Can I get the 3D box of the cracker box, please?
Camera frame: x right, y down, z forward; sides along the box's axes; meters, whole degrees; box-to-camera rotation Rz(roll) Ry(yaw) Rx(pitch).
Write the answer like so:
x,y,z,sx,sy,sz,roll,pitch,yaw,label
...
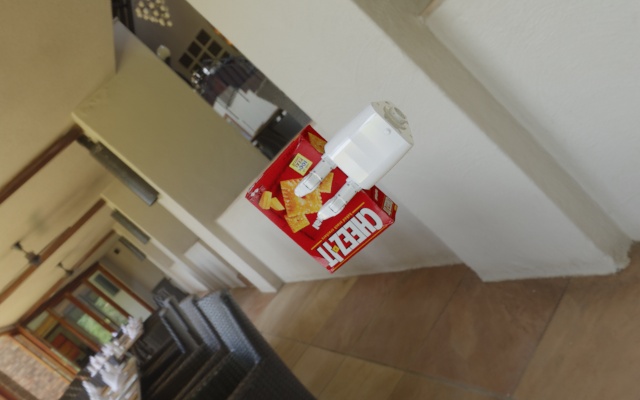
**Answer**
x,y,z,sx,sy,sz,roll,pitch,yaw,label
0.000,0.003,0.831,0.164,0.214,0.072,-43,9,28,cracker box
